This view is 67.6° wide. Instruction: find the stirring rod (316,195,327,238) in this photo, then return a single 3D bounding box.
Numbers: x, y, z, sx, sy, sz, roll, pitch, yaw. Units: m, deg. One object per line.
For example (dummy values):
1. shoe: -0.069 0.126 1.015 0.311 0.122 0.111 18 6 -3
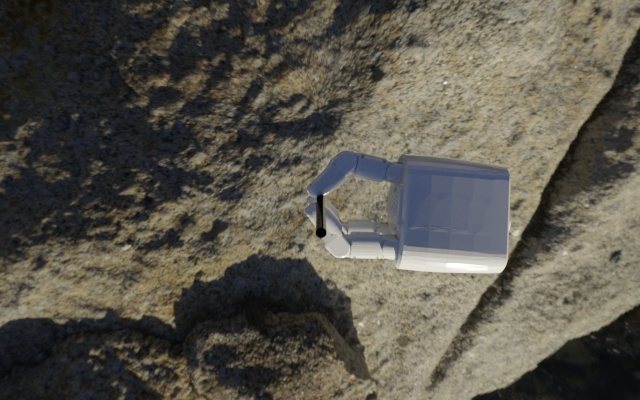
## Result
1. stirring rod: 0.000 0.001 0.462 0.011 0.011 0.239 0 10 0
